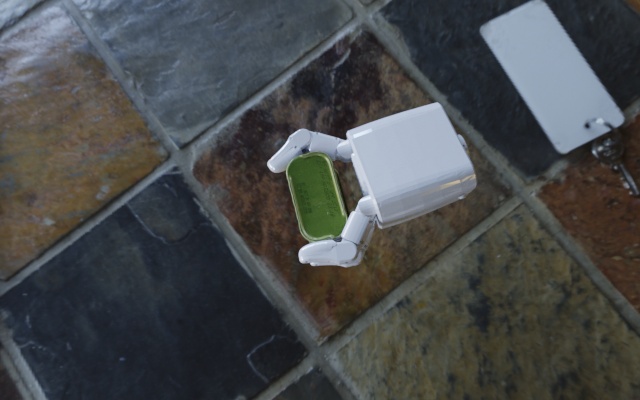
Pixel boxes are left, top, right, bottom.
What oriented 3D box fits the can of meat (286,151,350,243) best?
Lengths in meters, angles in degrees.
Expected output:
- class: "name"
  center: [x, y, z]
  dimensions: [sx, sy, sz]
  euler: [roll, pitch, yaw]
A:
- class: "can of meat"
  center: [0.000, 0.002, 0.539]
  dimensions: [0.057, 0.102, 0.084]
  euler: [-16, -10, 3]
